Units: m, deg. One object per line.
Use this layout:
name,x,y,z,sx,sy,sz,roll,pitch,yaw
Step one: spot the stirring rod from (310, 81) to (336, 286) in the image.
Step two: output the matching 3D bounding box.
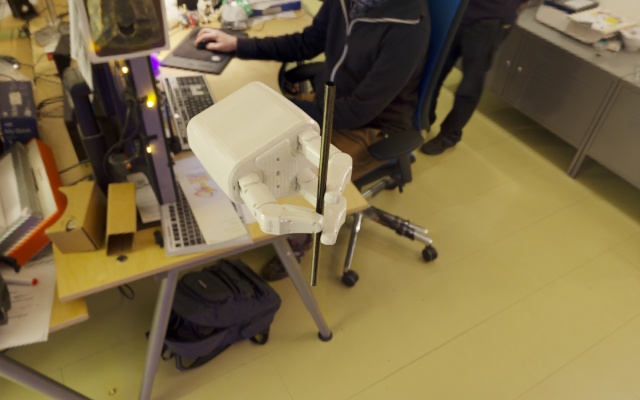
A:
stirring rod,0.000,0.001,0.437,0.011,0.240,0.011,3,43,-2
